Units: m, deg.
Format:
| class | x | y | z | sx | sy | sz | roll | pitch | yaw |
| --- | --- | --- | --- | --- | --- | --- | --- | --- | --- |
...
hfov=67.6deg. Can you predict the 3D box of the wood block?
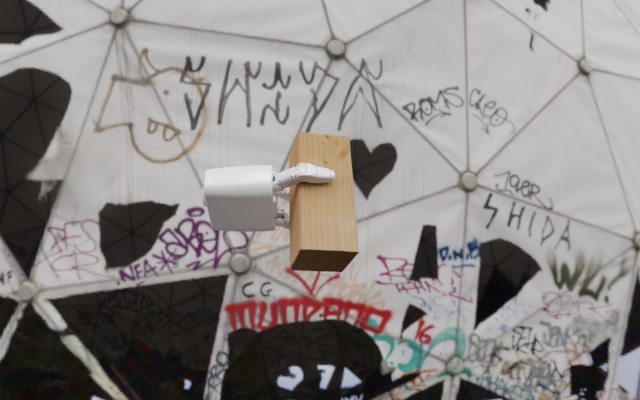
| class | x | y | z | sx | sy | sz | roll | pitch | yaw |
| --- | --- | --- | --- | --- | --- | --- | --- | --- | --- |
| wood block | 0.000 | 0.002 | 0.772 | 0.090 | 0.206 | 0.091 | 4 | -28 | -13 |
